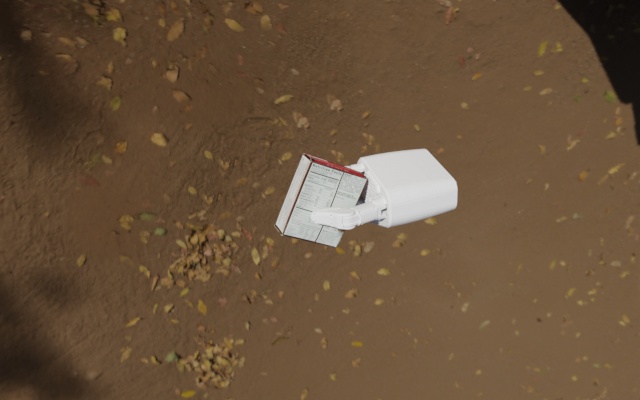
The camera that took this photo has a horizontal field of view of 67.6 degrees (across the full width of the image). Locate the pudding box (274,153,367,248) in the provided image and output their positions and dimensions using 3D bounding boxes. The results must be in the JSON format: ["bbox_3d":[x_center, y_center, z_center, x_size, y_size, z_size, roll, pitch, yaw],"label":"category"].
[{"bbox_3d":[0.000,0.002,0.649,0.090,0.113,0.039,16,13,-26],"label":"pudding box"}]
